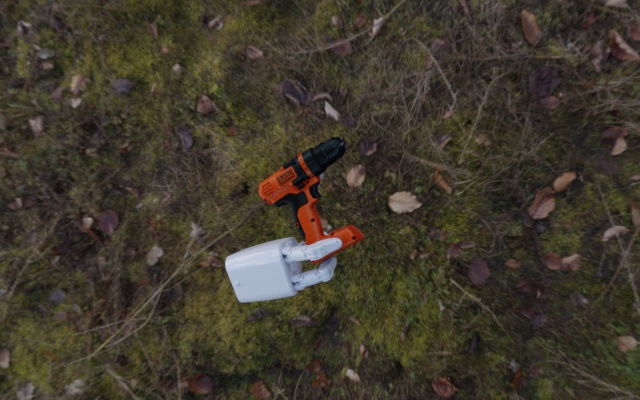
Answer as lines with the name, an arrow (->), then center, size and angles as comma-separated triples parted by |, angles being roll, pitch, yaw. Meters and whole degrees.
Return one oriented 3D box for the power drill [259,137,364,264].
power drill -> 0.000, 0.003, 0.847 | 0.184, 0.187, 0.057 | -32, -11, 20
